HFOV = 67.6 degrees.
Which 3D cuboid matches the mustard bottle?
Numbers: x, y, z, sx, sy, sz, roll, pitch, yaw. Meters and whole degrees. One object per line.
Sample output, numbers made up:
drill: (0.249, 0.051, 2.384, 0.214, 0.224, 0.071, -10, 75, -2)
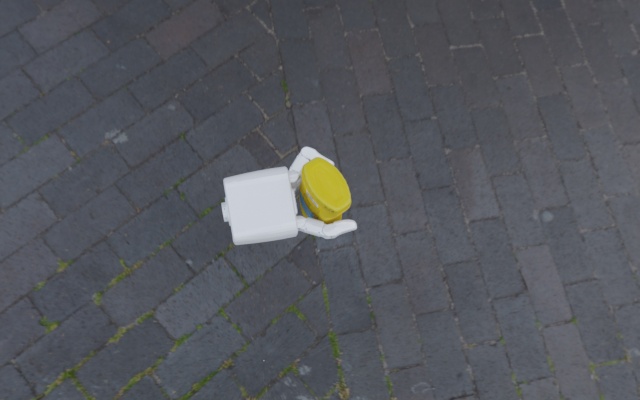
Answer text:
mustard bottle: (0.000, 0.003, 0.827, 0.058, 0.096, 0.192, -34, -12, -16)
